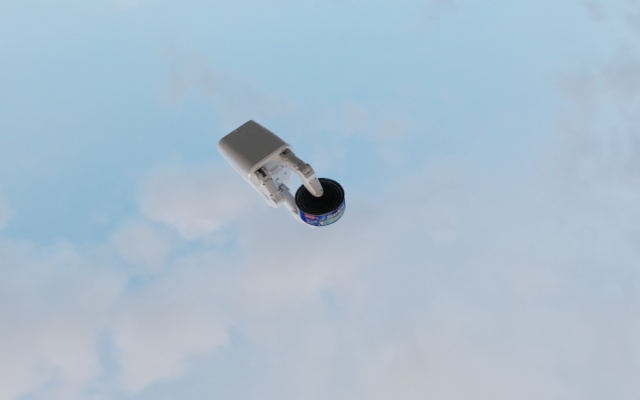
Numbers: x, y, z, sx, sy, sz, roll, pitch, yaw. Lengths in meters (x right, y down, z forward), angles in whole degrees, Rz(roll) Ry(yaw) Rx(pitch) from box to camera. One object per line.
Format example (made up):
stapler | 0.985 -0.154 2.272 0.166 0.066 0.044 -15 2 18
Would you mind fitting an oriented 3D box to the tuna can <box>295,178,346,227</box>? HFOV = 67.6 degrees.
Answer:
tuna can | 0.000 0.003 0.817 0.086 0.086 0.034 0 -42 8
